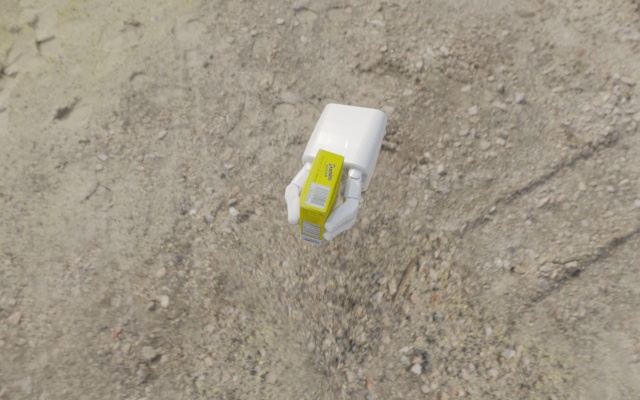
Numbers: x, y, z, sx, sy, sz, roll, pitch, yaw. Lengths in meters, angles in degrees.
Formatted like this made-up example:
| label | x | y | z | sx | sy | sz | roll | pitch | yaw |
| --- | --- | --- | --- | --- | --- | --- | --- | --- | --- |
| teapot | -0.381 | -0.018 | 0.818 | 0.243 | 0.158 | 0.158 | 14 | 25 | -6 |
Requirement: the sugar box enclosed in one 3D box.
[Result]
| label | x | y | z | sx | sy | sz | roll | pitch | yaw |
| --- | --- | --- | --- | --- | --- | --- | --- | --- | --- |
| sugar box | 0.001 | 0.002 | 0.740 | 0.048 | 0.093 | 0.176 | 17 | -19 | 7 |
